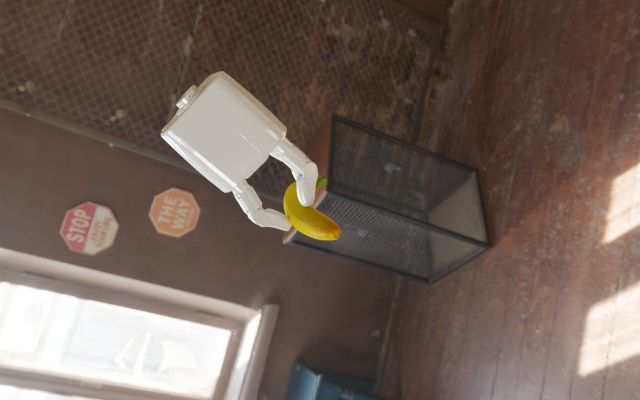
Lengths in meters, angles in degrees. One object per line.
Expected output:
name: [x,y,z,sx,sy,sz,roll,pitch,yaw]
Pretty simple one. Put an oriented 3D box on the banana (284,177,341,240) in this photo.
banana: [-0.018,0.007,0.668,0.069,0.037,0.197,-21,25,4]
